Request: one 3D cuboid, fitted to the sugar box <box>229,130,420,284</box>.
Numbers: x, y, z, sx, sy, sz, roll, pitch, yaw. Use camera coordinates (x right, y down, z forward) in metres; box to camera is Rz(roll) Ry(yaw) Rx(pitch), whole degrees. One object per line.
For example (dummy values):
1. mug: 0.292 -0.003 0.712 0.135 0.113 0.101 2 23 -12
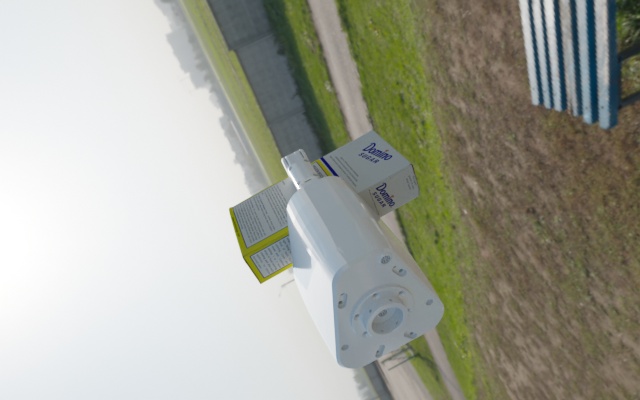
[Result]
1. sugar box: 0.000 0.002 0.475 0.176 0.048 0.093 -26 35 -4
